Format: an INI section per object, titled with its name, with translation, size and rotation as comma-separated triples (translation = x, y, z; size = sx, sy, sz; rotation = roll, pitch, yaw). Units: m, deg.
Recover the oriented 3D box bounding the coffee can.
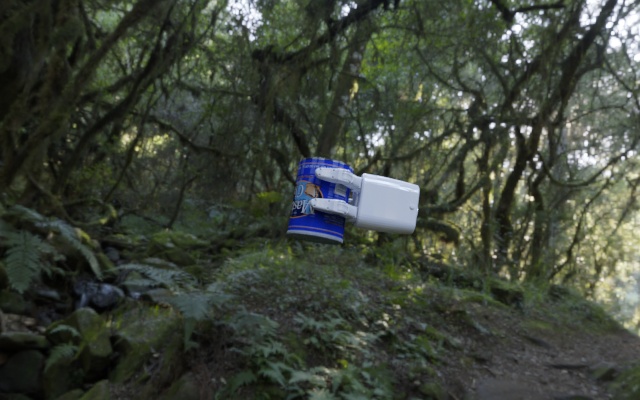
[coffee can]
translation = 0.000, 0.003, 0.874
size = 0.103, 0.140, 0.103
rotation = 9, -11, 2
